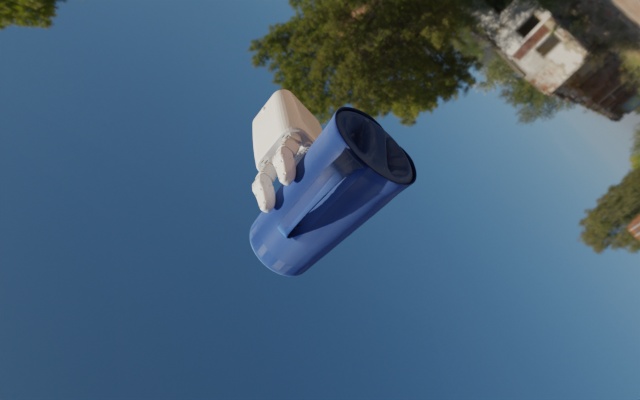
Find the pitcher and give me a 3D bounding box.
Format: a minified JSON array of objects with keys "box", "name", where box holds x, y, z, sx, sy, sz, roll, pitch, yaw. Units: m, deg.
[{"box":[0.000,0.002,0.655,0.149,0.145,0.243,20,-52,-32],"name":"pitcher"}]
